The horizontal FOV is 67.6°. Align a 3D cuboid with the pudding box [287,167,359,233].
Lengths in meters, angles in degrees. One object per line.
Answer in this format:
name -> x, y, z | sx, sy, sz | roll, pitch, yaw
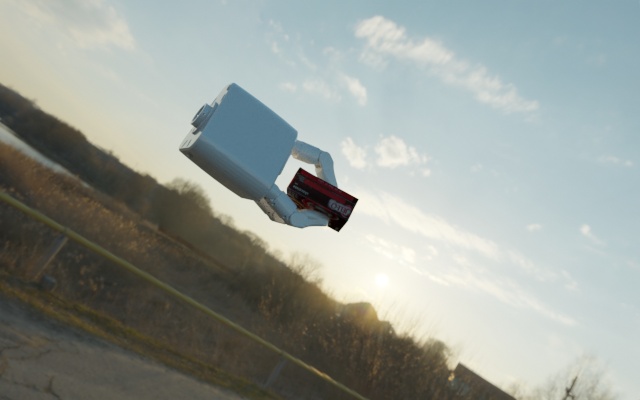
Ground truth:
pudding box -> 0.000, 0.002, 0.661 | 0.090, 0.039, 0.113 | 29, -10, 3
